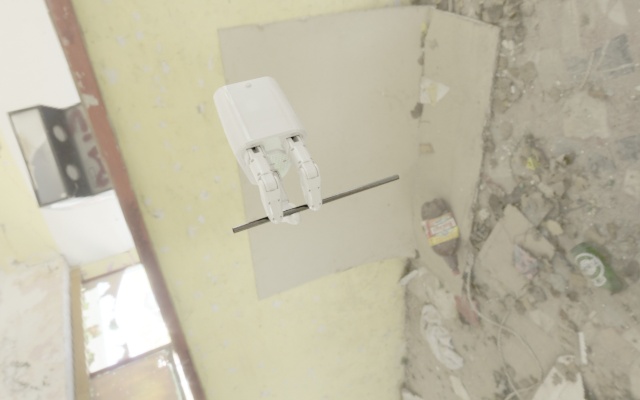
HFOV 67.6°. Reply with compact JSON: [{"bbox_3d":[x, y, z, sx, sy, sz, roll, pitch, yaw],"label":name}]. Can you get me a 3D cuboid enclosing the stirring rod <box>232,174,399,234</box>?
[{"bbox_3d":[0.000,0.002,0.629,0.239,0.011,0.011,-18,6,-19],"label":"stirring rod"}]
